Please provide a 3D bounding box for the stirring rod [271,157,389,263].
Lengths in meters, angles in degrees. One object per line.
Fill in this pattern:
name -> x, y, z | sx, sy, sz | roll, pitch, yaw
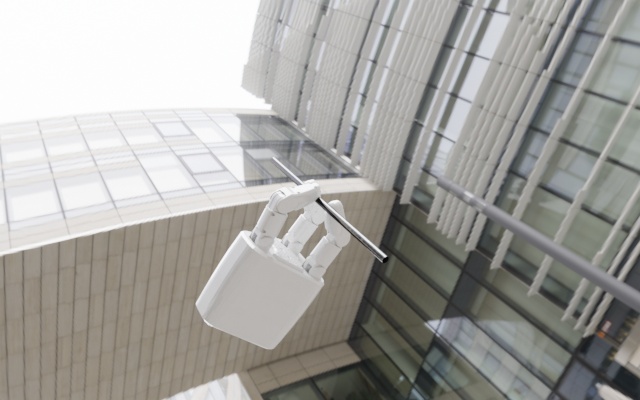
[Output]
stirring rod -> 0.000, 0.002, 0.547 | 0.011, 0.011, 0.239 | 0, 28, -36
